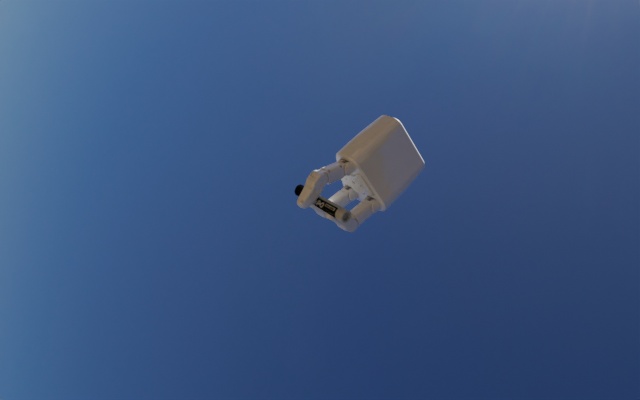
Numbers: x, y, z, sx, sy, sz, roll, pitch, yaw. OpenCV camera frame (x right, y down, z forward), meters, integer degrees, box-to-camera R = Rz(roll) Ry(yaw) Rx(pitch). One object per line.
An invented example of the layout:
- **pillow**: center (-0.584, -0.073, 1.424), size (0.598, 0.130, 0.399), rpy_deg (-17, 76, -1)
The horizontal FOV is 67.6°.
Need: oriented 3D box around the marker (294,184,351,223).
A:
- **marker**: center (0.000, 0.002, 0.708), size (0.020, 0.020, 0.121), rpy_deg (0, 20, -40)
